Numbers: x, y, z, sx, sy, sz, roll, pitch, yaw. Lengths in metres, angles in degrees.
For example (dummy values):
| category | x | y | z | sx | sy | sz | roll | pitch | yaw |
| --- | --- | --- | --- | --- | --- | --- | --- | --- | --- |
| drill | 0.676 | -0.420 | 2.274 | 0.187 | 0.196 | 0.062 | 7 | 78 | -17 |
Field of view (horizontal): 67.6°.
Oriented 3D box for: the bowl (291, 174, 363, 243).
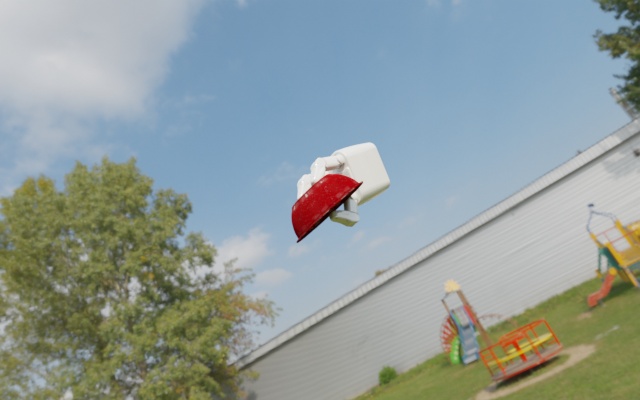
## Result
| category | x | y | z | sx | sy | sz | roll | pitch | yaw |
| --- | --- | --- | --- | --- | --- | --- | --- | --- | --- |
| bowl | -0.001 | 0.003 | 0.853 | 0.162 | 0.055 | 0.162 | -43 | -4 | -3 |
